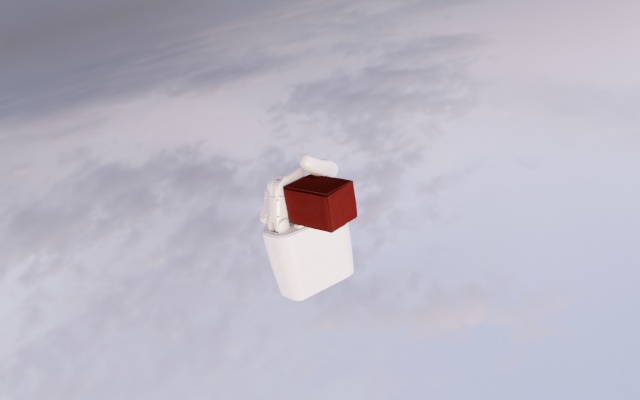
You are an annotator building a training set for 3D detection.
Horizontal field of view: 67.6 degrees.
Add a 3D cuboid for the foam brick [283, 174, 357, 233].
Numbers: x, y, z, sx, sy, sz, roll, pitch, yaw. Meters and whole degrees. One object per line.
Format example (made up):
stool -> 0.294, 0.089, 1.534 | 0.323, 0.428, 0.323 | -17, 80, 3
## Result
foam brick -> 0.000, 0.002, 0.605 | 0.078, 0.051, 0.053 | 11, 29, 42
